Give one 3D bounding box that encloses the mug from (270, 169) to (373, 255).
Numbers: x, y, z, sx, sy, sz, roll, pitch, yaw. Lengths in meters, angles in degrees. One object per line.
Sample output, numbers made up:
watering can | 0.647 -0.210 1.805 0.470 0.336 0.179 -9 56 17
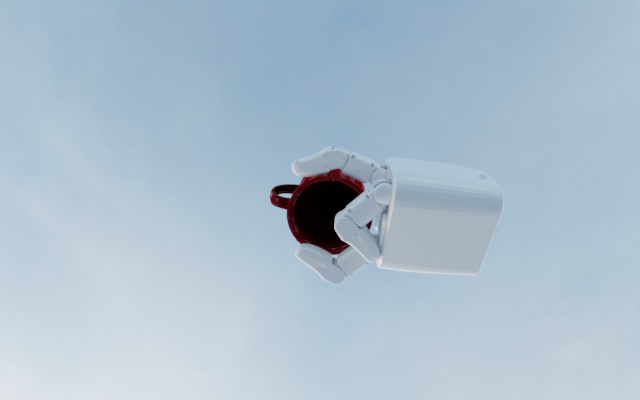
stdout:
mug | -0.001 0.002 0.551 0.117 0.093 0.081 8 21 1
